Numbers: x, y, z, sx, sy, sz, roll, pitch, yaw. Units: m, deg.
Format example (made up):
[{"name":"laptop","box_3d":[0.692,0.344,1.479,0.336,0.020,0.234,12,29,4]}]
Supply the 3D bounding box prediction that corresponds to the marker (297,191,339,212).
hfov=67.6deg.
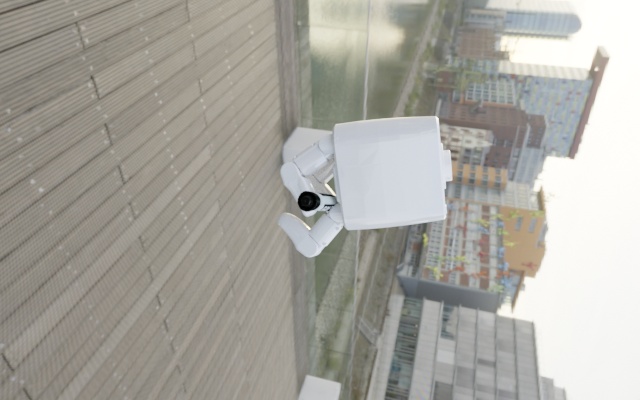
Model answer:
[{"name":"marker","box_3d":[0.000,0.002,0.480,0.020,0.020,0.121,0,-1,13]}]
